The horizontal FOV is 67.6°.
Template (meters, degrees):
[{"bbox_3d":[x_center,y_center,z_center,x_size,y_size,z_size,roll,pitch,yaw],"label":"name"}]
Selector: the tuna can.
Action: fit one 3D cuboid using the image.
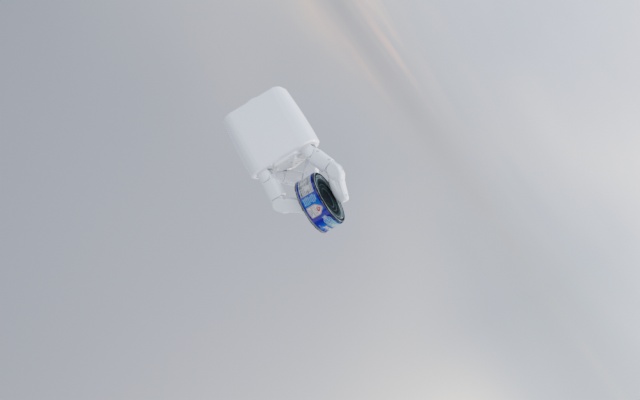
[{"bbox_3d":[0.001,0.002,0.696,0.034,0.086,0.086,-30,-9,16],"label":"tuna can"}]
